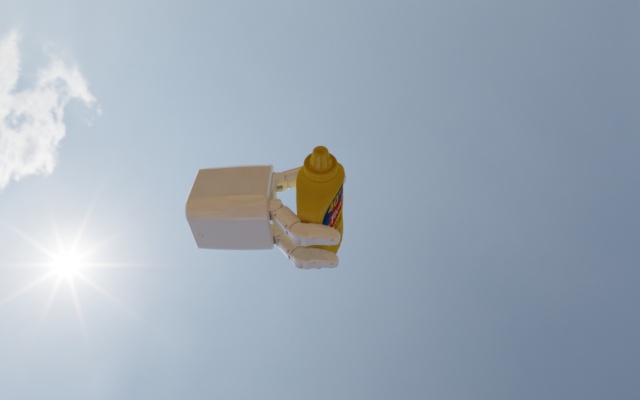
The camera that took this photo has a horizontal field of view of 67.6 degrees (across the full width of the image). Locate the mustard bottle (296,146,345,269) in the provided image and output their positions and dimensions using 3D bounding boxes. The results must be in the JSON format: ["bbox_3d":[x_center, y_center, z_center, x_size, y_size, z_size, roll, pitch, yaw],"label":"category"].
[{"bbox_3d":[0.000,0.002,0.626,0.058,0.096,0.192,17,-37,14],"label":"mustard bottle"}]
